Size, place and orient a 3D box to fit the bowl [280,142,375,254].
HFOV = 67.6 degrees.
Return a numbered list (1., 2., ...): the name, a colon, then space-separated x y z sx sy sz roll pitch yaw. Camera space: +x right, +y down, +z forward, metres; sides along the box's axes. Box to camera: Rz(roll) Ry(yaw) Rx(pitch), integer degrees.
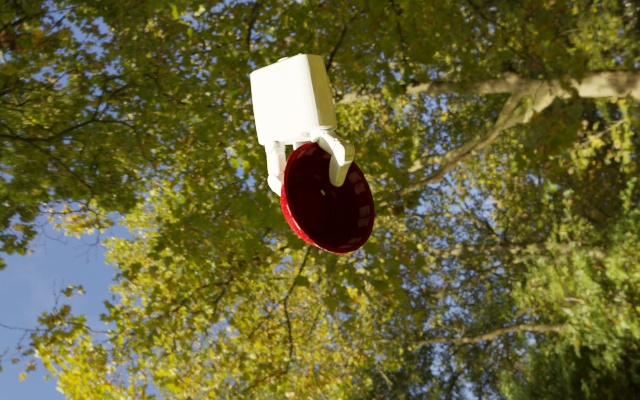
1. bowl: 0.000 0.004 0.667 0.162 0.162 0.055 0 -19 -41
